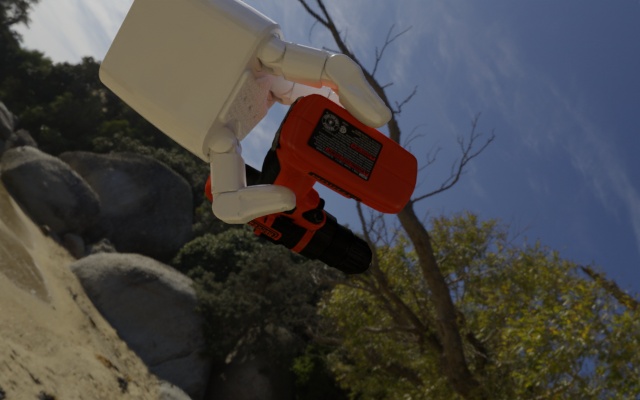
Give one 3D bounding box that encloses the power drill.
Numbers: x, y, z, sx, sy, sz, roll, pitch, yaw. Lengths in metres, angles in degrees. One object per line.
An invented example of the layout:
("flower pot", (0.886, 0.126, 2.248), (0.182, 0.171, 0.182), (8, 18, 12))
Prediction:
("power drill", (0.000, 0.001, 0.414), (0.184, 0.057, 0.188), (29, -29, -14))
